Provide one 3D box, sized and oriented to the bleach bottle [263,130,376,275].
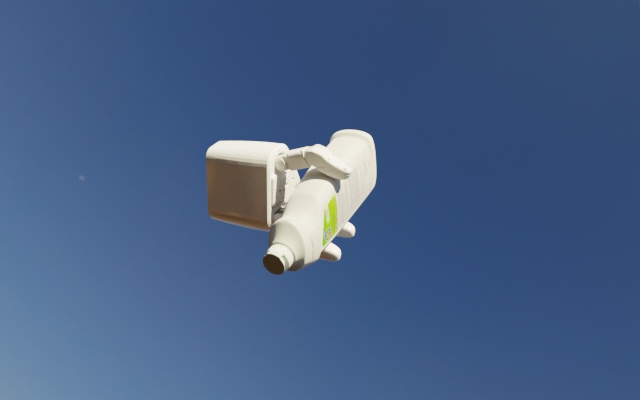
[{"bbox_3d":[0.000,0.002,0.615,0.068,0.103,0.250,6,32,25],"label":"bleach bottle"}]
